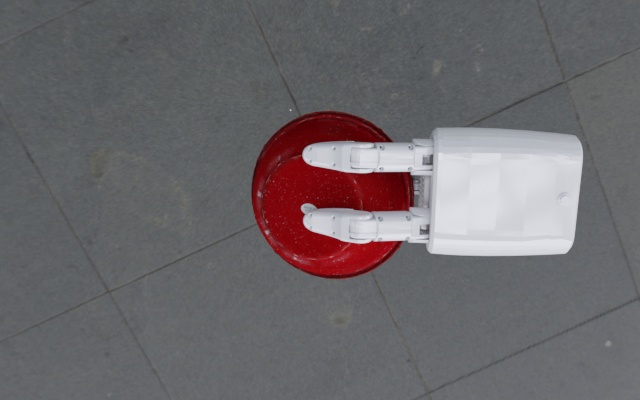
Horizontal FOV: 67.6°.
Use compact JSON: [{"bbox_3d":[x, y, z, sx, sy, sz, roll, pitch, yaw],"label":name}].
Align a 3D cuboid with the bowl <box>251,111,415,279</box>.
[{"bbox_3d":[-0.001,0.002,0.430,0.162,0.162,0.055,0,10,18],"label":"bowl"}]
